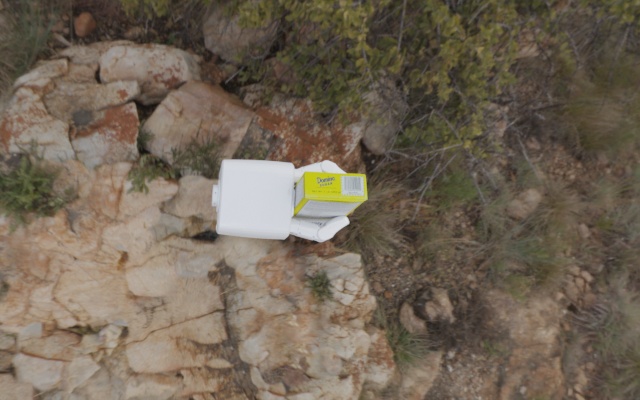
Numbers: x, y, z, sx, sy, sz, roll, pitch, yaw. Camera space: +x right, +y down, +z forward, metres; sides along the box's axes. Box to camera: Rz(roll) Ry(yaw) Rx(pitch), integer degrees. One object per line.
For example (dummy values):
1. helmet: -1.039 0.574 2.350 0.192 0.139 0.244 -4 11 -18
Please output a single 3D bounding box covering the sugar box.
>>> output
1. sugar box: 0.000 0.002 0.745 0.093 0.048 0.176 3 -14 -15
